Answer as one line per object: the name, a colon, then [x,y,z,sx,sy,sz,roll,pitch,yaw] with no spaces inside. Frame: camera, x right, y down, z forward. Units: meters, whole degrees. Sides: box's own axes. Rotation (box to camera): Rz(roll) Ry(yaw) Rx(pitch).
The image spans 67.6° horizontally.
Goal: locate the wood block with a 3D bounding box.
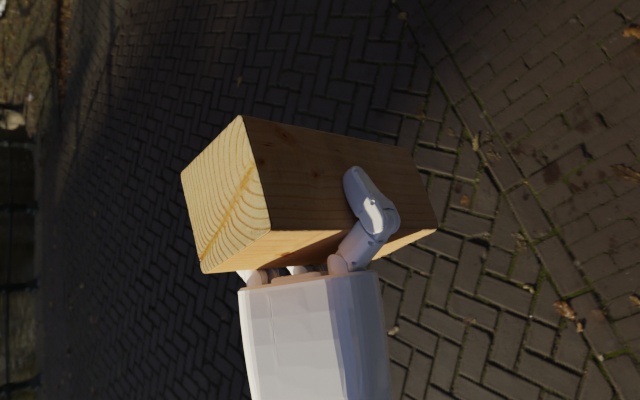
wood block: [0.000,0.002,0.417,0.206,0.090,0.091,3,-28,-46]
